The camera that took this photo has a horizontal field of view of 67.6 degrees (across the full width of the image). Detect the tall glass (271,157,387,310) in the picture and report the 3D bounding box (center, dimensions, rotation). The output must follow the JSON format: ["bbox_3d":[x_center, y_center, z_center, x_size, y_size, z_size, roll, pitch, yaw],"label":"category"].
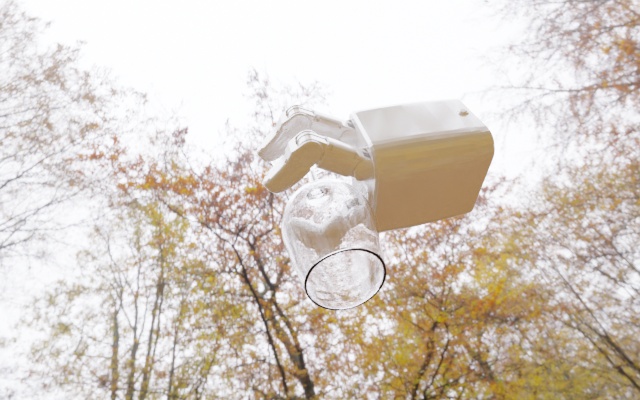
[{"bbox_3d":[0.000,0.001,0.425,0.079,0.079,0.201,0,35,-13],"label":"tall glass"}]
